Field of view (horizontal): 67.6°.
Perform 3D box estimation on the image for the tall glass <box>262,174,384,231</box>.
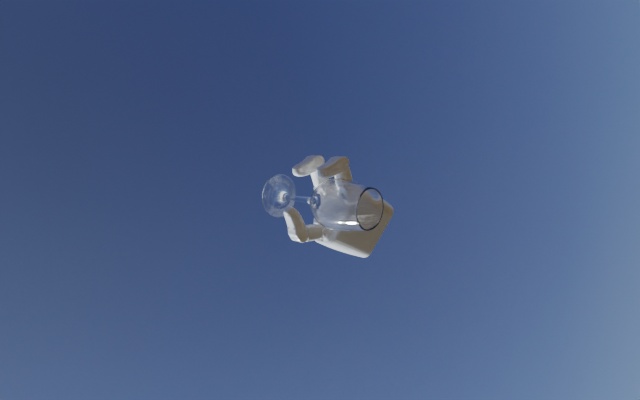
[{"bbox_3d":[0.000,0.002,0.740,0.079,0.079,0.201,0,6,-45],"label":"tall glass"}]
